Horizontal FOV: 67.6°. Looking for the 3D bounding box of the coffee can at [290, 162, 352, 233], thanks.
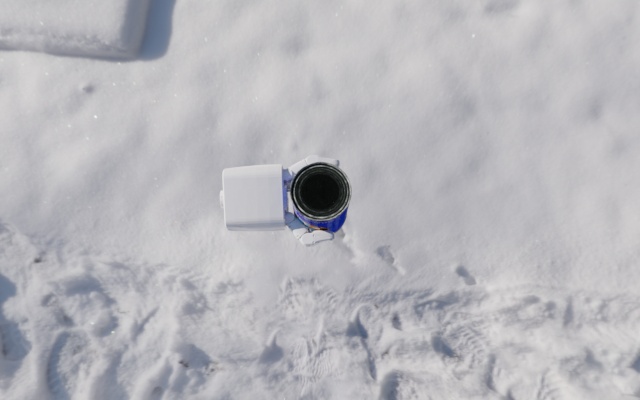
[{"bbox_3d":[0.000,0.003,0.850,0.103,0.102,0.140,0,-15,0],"label":"coffee can"}]
